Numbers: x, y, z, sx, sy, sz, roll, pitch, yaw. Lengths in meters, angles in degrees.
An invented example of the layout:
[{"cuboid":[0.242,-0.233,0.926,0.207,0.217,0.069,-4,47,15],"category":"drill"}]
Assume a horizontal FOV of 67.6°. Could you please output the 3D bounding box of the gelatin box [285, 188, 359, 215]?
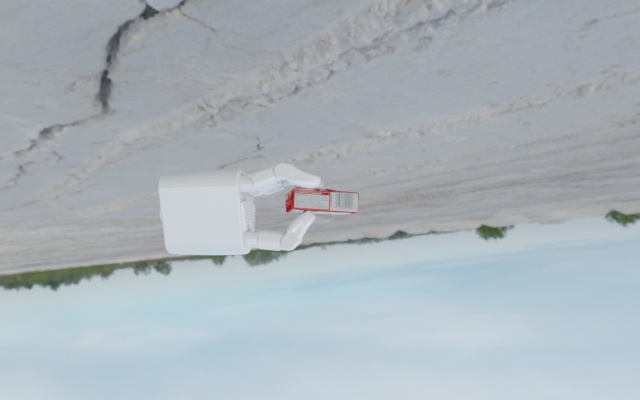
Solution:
[{"cuboid":[0.000,0.003,0.641,0.089,0.030,0.073,4,-5,-9],"category":"gelatin box"}]
